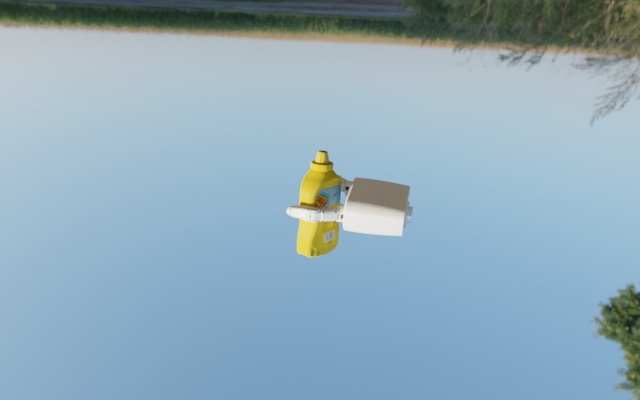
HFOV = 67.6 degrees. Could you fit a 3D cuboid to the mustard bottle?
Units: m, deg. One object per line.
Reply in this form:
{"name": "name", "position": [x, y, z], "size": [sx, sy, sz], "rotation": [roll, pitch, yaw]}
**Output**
{"name": "mustard bottle", "position": [0.000, 0.003, 0.883], "size": [0.058, 0.192, 0.096], "rotation": [17, 23, 35]}
